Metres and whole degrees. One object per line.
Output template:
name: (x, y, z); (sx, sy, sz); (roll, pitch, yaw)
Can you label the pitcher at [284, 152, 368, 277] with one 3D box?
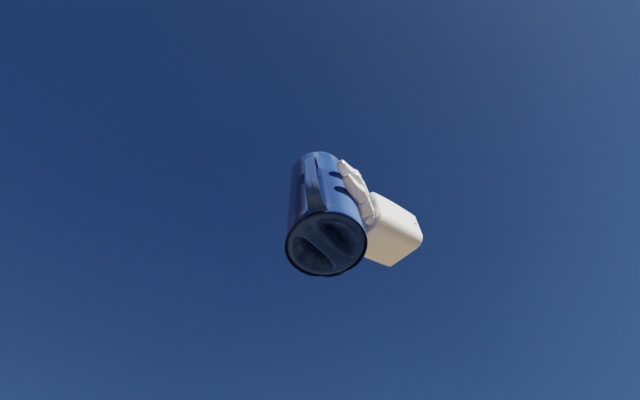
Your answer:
pitcher: (0.000, 0.003, 0.849); (0.145, 0.149, 0.242); (25, 28, -20)
